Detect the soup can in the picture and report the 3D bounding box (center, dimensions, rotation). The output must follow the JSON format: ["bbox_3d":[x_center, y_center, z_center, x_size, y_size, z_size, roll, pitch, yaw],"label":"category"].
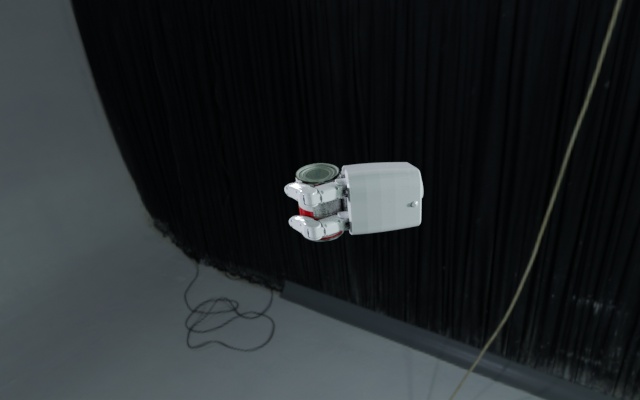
[{"bbox_3d":[0.000,0.002,0.731,0.068,0.102,0.068,-4,28,2],"label":"soup can"}]
